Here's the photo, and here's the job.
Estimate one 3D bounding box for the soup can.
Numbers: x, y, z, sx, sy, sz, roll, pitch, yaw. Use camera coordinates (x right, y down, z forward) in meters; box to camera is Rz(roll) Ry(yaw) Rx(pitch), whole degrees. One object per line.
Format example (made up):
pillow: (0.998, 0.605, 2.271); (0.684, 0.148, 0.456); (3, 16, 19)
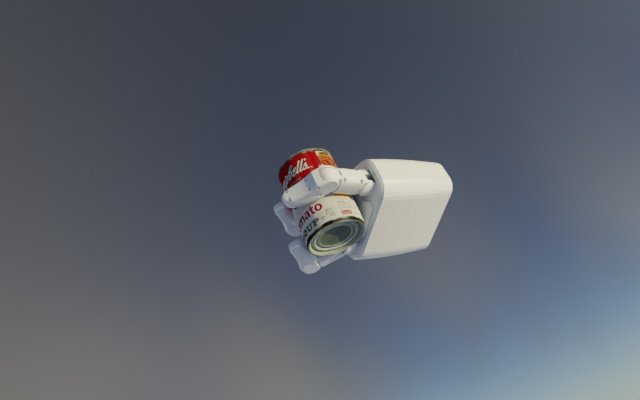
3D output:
soup can: (0.000, 0.002, 0.528); (0.068, 0.102, 0.069); (-16, -34, -12)
